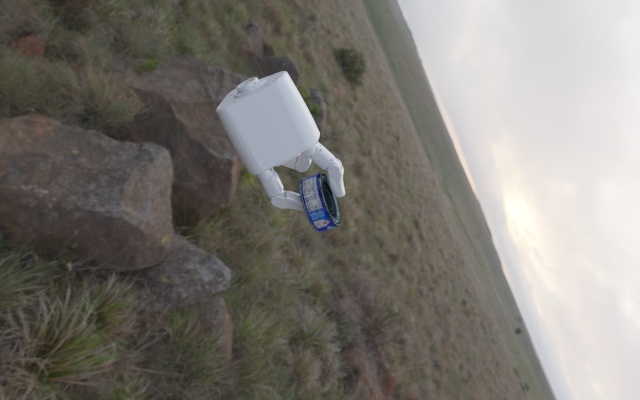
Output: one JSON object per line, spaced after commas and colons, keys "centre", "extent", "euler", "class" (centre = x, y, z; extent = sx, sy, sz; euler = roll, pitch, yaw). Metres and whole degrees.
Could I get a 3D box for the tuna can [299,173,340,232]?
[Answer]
{"centre": [0.001, 0.002, 0.716], "extent": [0.034, 0.086, 0.086], "euler": [-18, -4, 14], "class": "tuna can"}
